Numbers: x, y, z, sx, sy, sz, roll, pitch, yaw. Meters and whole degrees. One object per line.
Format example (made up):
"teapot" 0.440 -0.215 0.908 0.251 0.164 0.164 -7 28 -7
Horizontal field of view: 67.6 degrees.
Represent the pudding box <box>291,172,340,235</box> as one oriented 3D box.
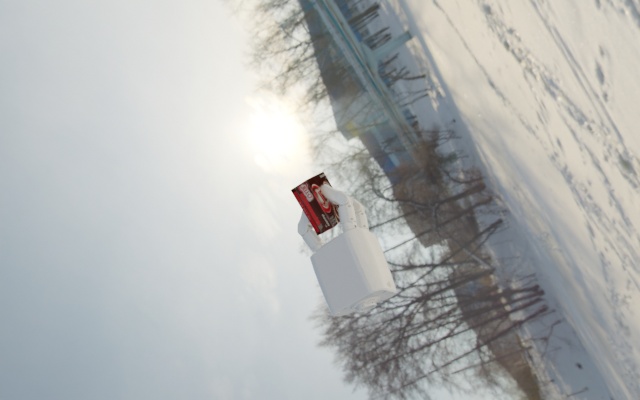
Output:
"pudding box" 0.000 0.003 0.826 0.039 0.090 0.113 -29 2 16
